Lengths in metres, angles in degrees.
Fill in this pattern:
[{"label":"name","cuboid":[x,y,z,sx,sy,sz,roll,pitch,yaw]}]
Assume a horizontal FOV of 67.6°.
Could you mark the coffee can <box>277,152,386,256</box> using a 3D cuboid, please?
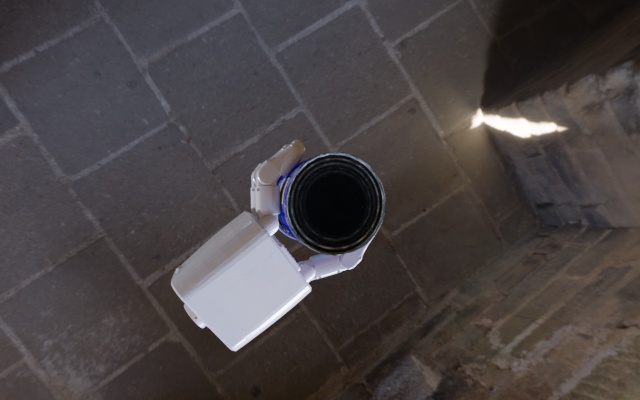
[{"label":"coffee can","cuboid":[0.000,0.002,0.535,0.103,0.103,0.140,0,1,-13]}]
